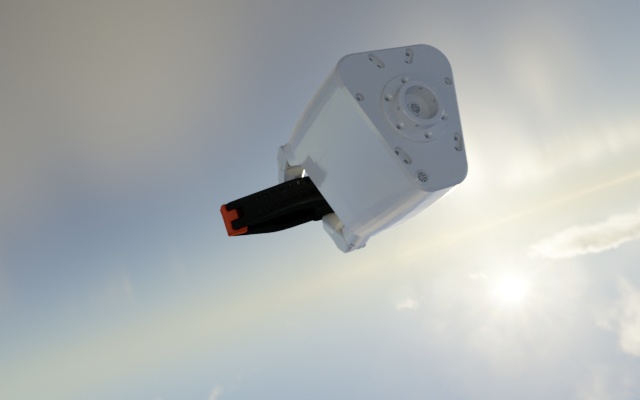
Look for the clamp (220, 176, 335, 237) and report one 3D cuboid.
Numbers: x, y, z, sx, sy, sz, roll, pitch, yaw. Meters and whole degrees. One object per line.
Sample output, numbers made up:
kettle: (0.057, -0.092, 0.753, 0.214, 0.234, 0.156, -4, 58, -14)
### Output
clamp: (0.000, 0.002, 0.489, 0.210, 0.036, 0.165, -15, -16, -23)
